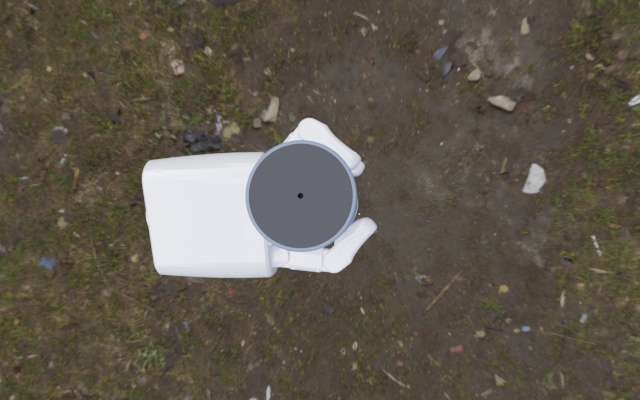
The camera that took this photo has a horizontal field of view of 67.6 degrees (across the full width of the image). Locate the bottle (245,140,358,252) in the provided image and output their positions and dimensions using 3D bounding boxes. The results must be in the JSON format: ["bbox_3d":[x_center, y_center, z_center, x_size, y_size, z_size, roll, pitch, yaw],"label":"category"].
[{"bbox_3d":[0.000,0.001,0.426,0.069,0.069,0.296,0,-2,5],"label":"bottle"}]
